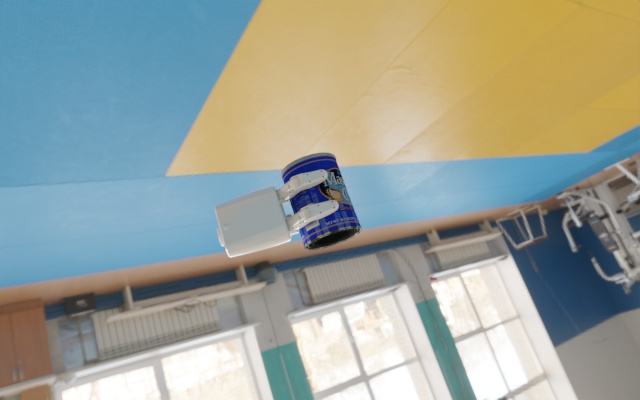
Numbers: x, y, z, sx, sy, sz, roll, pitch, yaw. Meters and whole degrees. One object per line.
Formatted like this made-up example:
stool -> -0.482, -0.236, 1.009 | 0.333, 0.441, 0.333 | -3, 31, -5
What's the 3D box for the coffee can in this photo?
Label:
coffee can -> 0.000, 0.003, 0.824 | 0.103, 0.140, 0.103 | -18, -17, -5
